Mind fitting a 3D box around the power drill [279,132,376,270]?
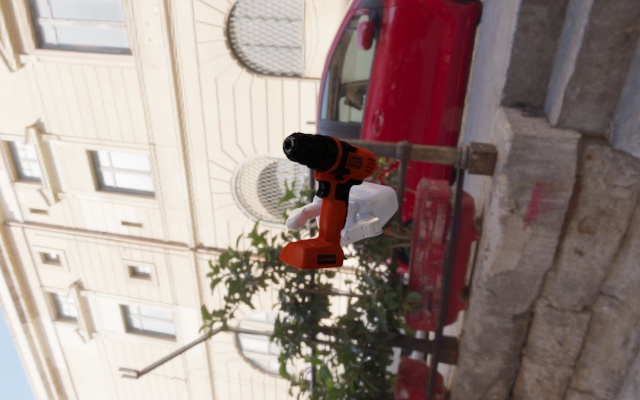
[{"bbox_3d":[0.000,0.003,0.679,0.057,0.187,0.184,21,9,40],"label":"power drill"}]
